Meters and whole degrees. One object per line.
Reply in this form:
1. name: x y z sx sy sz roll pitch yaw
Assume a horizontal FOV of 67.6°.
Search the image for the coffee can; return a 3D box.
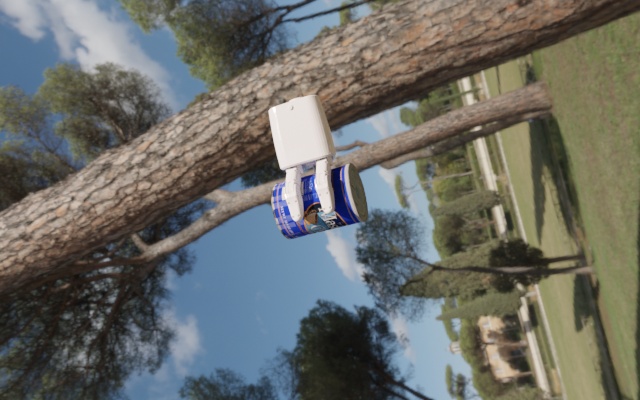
1. coffee can: 0.000 0.003 0.826 0.140 0.103 0.103 -14 -4 17
